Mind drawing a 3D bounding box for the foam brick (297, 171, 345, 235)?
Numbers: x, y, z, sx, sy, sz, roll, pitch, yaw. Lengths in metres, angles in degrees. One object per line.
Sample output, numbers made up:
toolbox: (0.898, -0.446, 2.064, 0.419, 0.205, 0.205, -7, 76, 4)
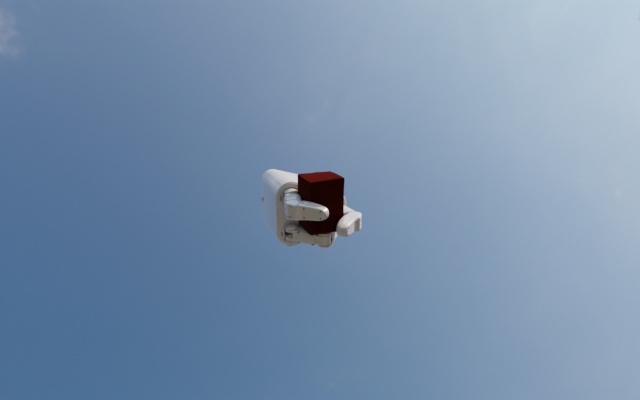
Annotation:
foam brick: (0.000, 0.002, 0.667, 0.053, 0.078, 0.051, -6, 19, -20)
